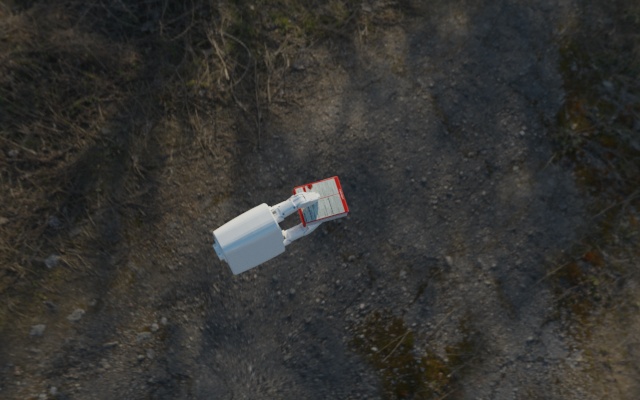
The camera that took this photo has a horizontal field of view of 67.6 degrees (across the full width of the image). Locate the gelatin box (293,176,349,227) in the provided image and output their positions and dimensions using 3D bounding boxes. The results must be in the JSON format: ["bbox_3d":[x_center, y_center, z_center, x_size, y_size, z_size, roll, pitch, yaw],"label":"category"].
[{"bbox_3d":[0.000,0.003,0.893,0.089,0.073,0.030,-16,-17,-6],"label":"gelatin box"}]
